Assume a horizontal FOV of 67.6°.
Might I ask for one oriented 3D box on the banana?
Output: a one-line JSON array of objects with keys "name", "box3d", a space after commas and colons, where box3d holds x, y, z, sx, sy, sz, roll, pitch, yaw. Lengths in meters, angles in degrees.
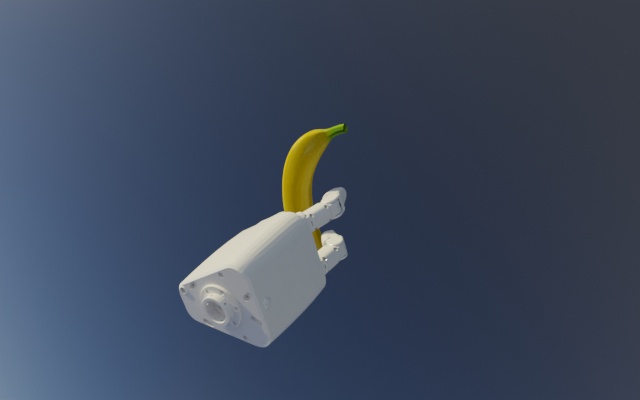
[{"name": "banana", "box3d": [-0.016, -0.007, 0.597, 0.069, 0.198, 0.037, 19, 32, 19]}]
